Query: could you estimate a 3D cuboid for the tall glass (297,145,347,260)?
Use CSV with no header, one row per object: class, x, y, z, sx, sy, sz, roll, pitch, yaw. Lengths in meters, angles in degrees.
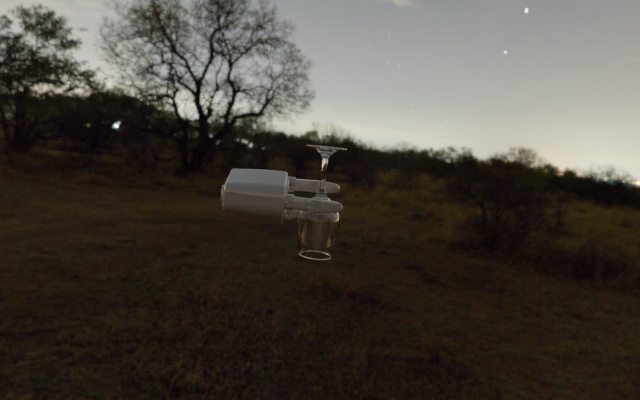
tall glass,0.000,0.002,0.866,0.079,0.201,0.079,6,5,0
